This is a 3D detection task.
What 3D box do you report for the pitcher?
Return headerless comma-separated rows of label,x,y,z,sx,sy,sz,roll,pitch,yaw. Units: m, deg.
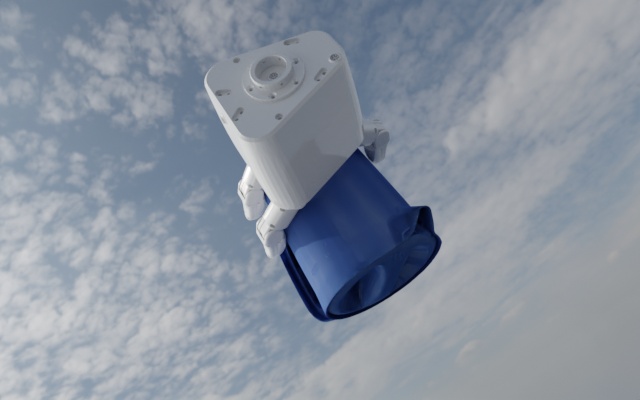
pitcher,0.000,0.002,0.520,0.149,0.242,0.145,-32,-29,-5
